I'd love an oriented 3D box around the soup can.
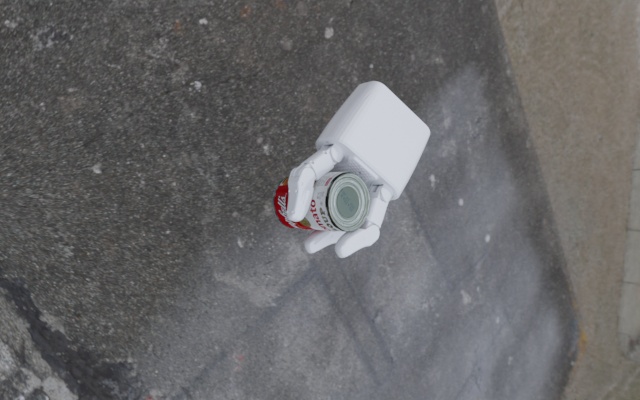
[{"bbox_3d":[0.000,0.002,0.562,0.068,0.068,0.102,0,0,-41],"label":"soup can"}]
